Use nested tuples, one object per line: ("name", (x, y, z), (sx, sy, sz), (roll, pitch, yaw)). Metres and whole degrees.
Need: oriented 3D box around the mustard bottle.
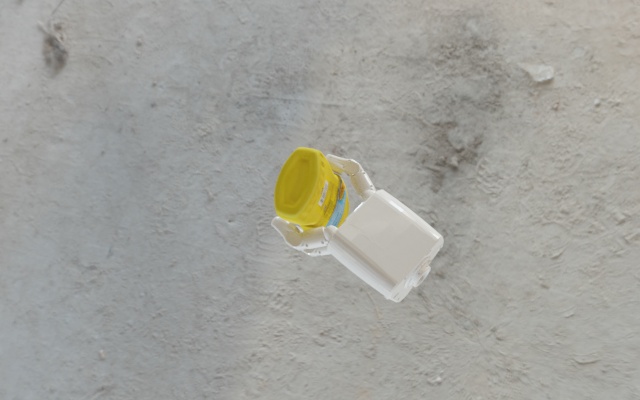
("mustard bottle", (0.000, 0.002, 0.678), (0.058, 0.096, 0.192), (12, -12, 22))
